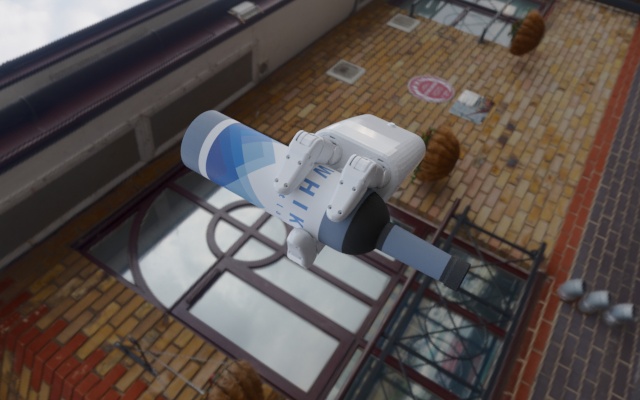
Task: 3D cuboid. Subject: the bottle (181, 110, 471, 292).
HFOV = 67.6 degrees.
[{"bbox_3d":[0.000,0.001,0.456,0.295,0.069,0.069,28,9,18],"label":"bottle"}]
